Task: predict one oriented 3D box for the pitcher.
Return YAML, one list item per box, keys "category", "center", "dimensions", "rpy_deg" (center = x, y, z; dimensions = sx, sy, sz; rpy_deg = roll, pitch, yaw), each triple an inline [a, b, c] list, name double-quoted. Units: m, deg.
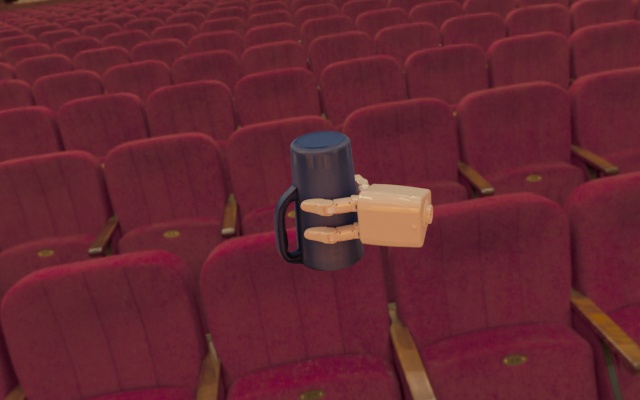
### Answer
- category: "pitcher"
  center: [0.000, 0.003, 0.890]
  dimensions: [0.145, 0.243, 0.149]
  rpy_deg: [5, 28, 21]
